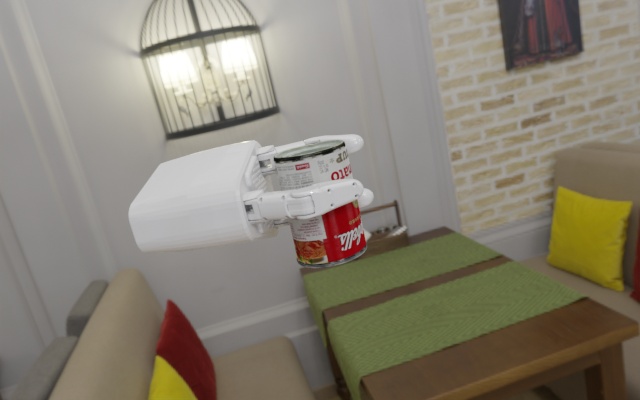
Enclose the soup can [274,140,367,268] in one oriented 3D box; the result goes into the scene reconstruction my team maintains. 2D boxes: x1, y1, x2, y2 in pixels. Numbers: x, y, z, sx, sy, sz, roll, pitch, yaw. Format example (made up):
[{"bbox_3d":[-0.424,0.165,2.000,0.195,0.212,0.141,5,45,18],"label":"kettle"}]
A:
[{"bbox_3d":[0.000,0.001,0.438,0.068,0.102,0.068,-12,14,3],"label":"soup can"}]
